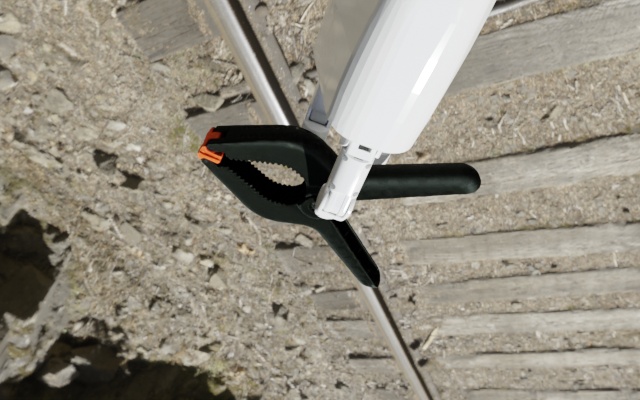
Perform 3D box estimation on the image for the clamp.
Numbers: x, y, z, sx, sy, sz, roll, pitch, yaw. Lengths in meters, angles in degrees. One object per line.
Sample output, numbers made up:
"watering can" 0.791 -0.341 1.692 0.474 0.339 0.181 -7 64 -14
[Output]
"clamp" 0.000 0.002 0.400 0.210 0.036 0.165 18 -47 -7
